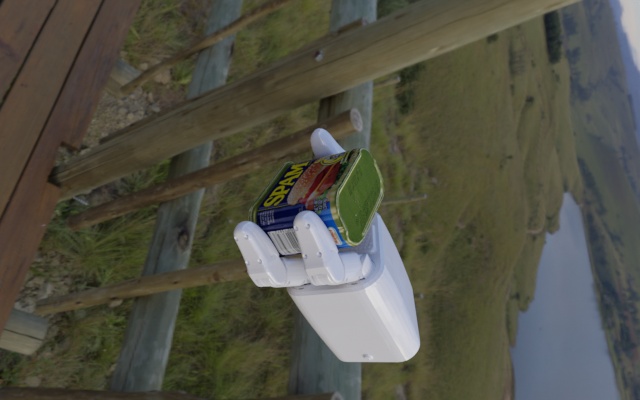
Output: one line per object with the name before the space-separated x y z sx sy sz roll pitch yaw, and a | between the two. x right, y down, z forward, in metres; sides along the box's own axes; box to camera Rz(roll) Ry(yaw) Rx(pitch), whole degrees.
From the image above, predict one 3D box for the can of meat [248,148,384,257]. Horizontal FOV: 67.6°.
can of meat | 0.000 0.001 0.414 0.084 0.057 0.102 -11 30 31
